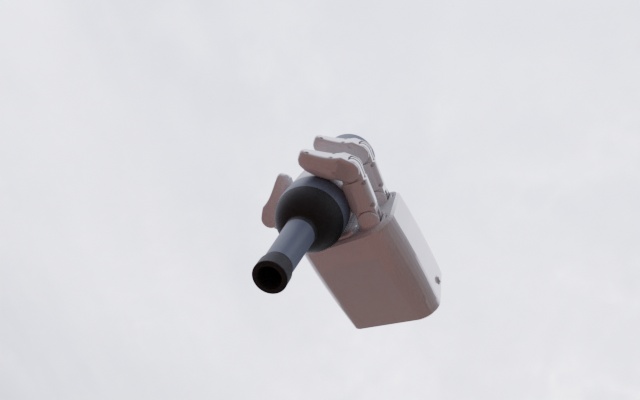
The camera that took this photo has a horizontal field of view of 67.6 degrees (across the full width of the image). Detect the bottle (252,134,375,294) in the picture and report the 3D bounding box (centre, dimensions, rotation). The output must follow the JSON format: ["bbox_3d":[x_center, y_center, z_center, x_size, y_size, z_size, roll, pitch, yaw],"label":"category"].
[{"bbox_3d":[0.000,0.001,0.471,0.069,0.069,0.295,0,21,16],"label":"bottle"}]
